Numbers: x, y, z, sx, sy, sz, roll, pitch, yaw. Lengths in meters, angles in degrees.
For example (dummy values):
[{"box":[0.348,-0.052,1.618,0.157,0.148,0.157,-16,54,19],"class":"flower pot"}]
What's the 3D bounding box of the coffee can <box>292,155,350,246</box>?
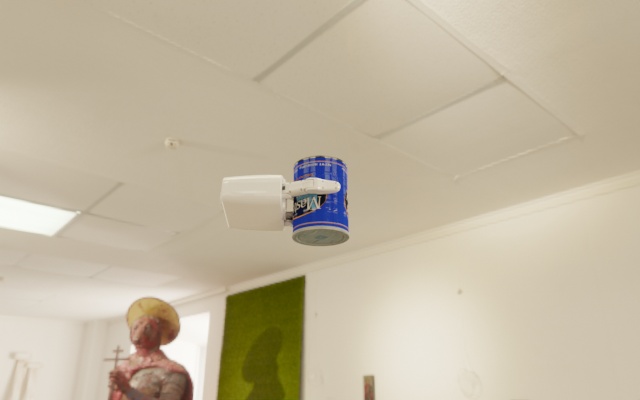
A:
[{"box":[0.000,0.003,0.876,0.103,0.140,0.103,0,-22,0],"class":"coffee can"}]
